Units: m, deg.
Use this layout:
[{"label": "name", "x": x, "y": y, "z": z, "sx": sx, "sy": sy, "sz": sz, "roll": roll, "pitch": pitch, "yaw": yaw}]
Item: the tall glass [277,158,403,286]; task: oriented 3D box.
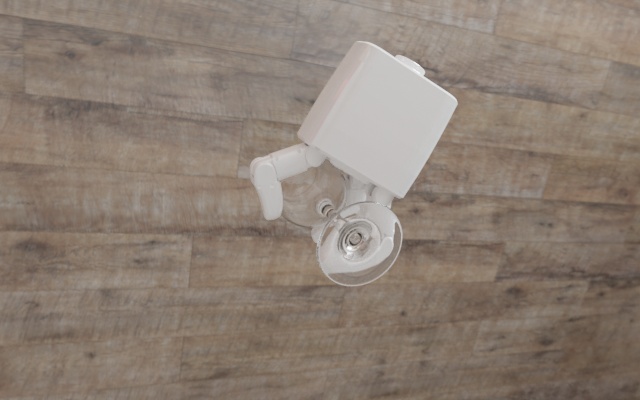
[{"label": "tall glass", "x": 0.000, "y": 0.002, "z": 0.467, "sx": 0.079, "sy": 0.079, "sz": 0.201, "roll": 0, "pitch": 20, "yaw": -21}]
